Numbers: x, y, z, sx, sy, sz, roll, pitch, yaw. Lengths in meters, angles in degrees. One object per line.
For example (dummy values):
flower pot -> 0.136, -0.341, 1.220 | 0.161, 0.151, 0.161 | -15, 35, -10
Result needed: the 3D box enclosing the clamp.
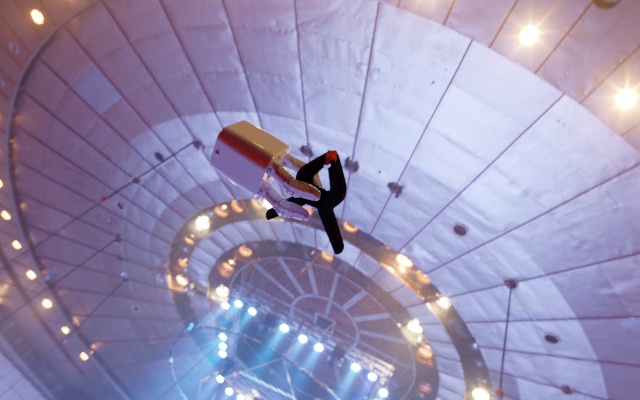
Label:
clamp -> 0.000, 0.002, 0.861 | 0.164, 0.210, 0.036 | 31, 41, 2
